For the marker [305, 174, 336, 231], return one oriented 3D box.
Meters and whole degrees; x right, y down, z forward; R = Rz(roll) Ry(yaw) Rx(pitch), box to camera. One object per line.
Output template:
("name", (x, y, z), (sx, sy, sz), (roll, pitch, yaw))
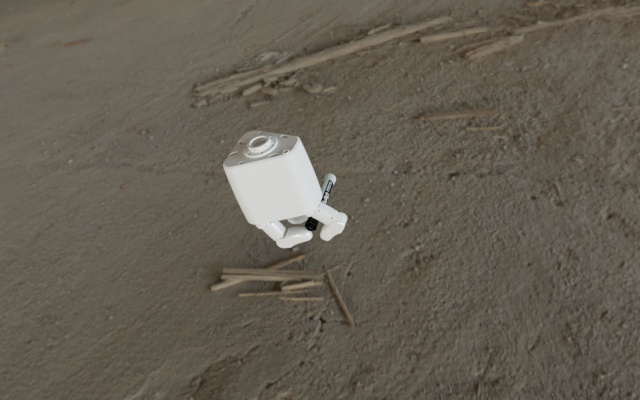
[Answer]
("marker", (0.000, 0.002, 0.749), (0.020, 0.020, 0.121), (0, 42, 22))
